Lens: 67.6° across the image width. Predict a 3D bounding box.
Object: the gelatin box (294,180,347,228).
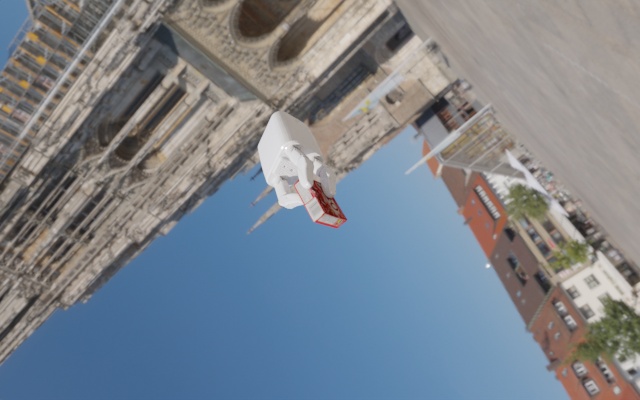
[{"bbox_3d":[0.000,0.003,0.847,0.030,0.089,0.073,-42,-32,20],"label":"gelatin box"}]
